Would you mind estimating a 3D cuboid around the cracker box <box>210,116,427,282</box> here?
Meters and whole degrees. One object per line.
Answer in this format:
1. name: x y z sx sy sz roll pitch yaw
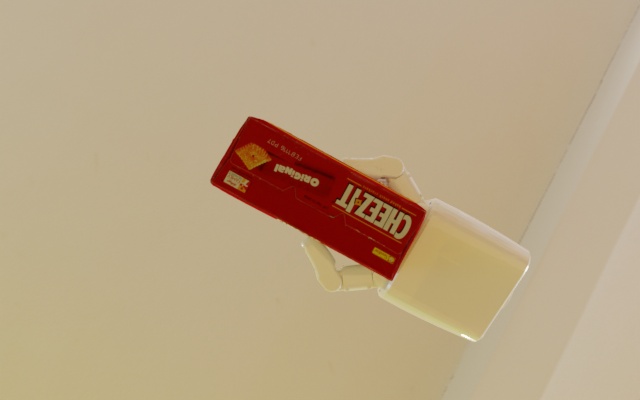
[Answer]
1. cracker box: 0.000 0.002 0.475 0.164 0.072 0.214 28 -3 2
